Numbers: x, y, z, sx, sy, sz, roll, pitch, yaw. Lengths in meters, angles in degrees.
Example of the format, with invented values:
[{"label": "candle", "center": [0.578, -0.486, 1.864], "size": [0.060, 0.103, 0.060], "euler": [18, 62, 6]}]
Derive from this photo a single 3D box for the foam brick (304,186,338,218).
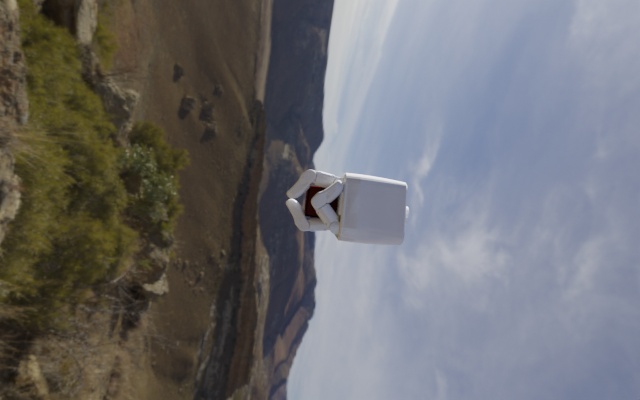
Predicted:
[{"label": "foam brick", "center": [0.000, 0.003, 0.827], "size": [0.051, 0.053, 0.078], "euler": [7, 3, -3]}]
